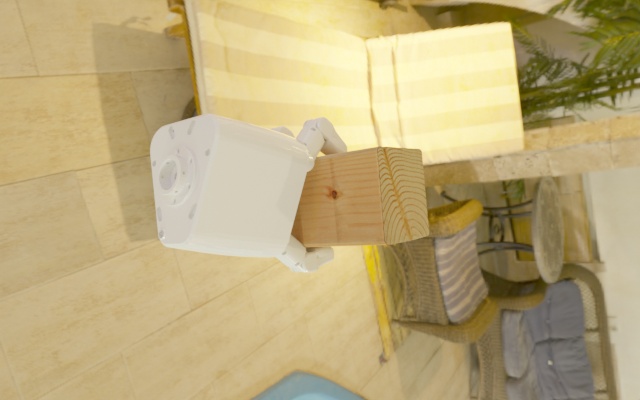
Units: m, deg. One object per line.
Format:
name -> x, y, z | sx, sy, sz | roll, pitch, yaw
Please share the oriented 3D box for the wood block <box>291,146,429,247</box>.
wood block -> 0.000, 0.002, 0.516 | 0.206, 0.091, 0.090 | -5, 0, 38
